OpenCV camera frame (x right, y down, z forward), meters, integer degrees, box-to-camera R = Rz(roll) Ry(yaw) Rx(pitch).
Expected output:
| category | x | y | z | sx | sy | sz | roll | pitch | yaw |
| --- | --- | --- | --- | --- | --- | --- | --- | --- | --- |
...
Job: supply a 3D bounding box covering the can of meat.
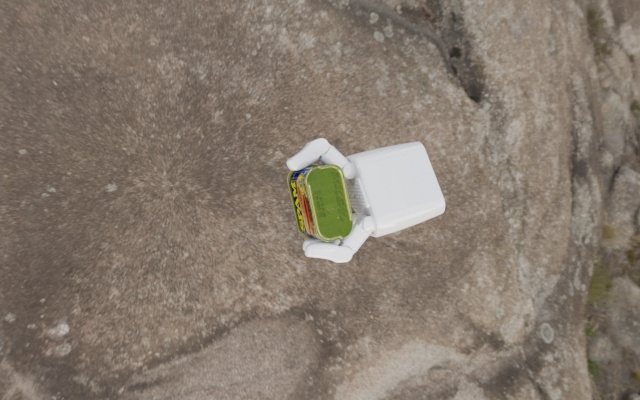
| category | x | y | z | sx | sy | sz | roll | pitch | yaw |
| --- | --- | --- | --- | --- | --- | --- | --- | --- | --- |
| can of meat | 0.000 | 0.002 | 0.628 | 0.057 | 0.102 | 0.084 | -14 | 6 | -17 |
